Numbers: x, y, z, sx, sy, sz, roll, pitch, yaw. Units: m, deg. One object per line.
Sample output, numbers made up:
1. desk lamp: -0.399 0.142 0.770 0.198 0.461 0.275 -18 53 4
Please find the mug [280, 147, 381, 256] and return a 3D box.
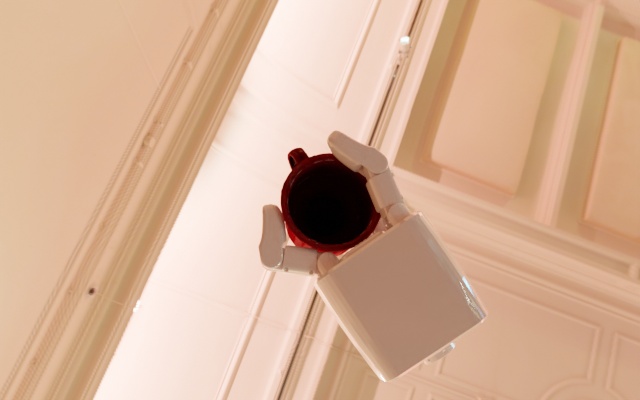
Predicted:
1. mug: -0.001 0.000 0.471 0.093 0.117 0.081 -31 -11 -13
